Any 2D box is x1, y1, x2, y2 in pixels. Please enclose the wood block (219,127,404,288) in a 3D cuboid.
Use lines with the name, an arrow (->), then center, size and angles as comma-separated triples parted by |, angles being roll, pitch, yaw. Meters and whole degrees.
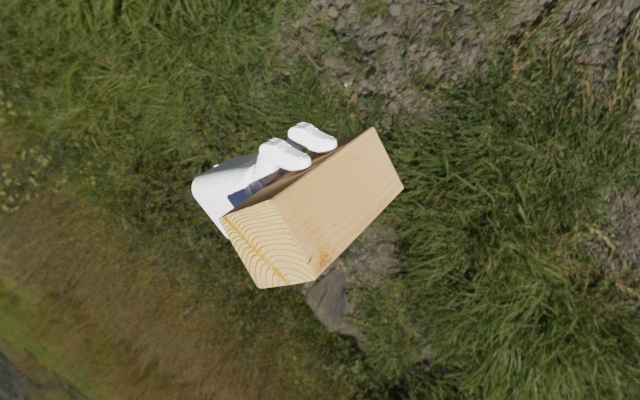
wood block -> 0.000, 0.002, 0.545 | 0.090, 0.091, 0.206 | -18, 15, 42
